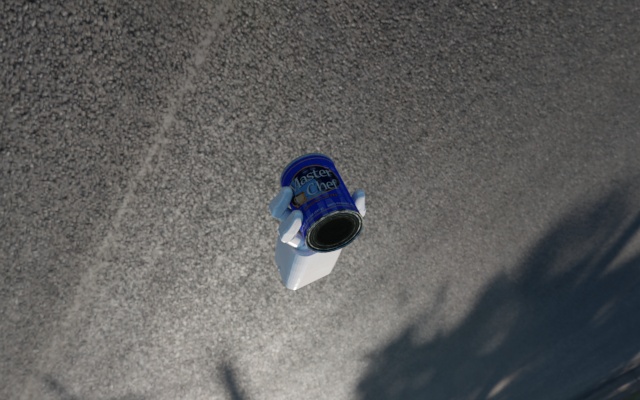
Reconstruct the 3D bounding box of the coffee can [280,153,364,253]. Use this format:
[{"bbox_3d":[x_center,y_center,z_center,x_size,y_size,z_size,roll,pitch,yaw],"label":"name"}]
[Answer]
[{"bbox_3d":[0.000,0.002,0.807,0.103,0.140,0.103,-15,-40,-13],"label":"coffee can"}]
